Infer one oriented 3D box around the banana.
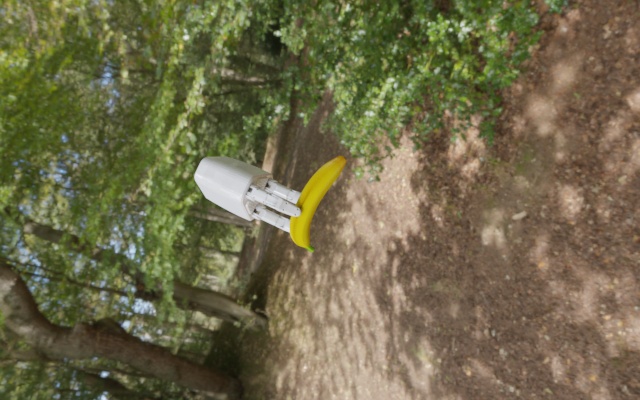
[{"bbox_3d":[-0.014,0.007,0.859,0.069,0.198,0.037,-4,32,-48],"label":"banana"}]
